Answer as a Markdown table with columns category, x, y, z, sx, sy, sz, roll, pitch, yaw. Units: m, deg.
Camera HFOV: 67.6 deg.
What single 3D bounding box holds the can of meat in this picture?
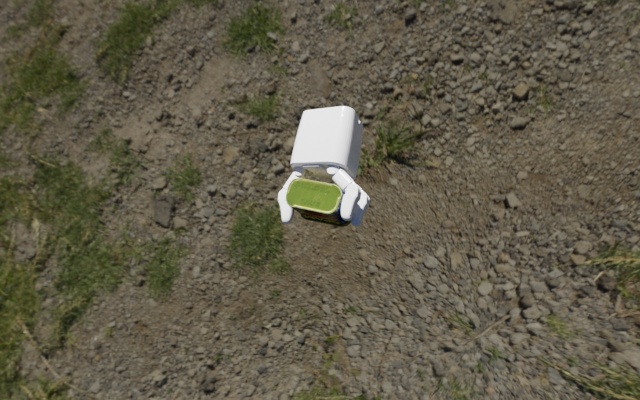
| category | x | y | z | sx | sy | sz | roll | pitch | yaw |
| --- | --- | --- | --- | --- | --- | --- | --- | --- | --- |
| can of meat | 0.000 | 0.003 | 0.816 | 0.102 | 0.057 | 0.084 | 11 | -12 | 21 |
